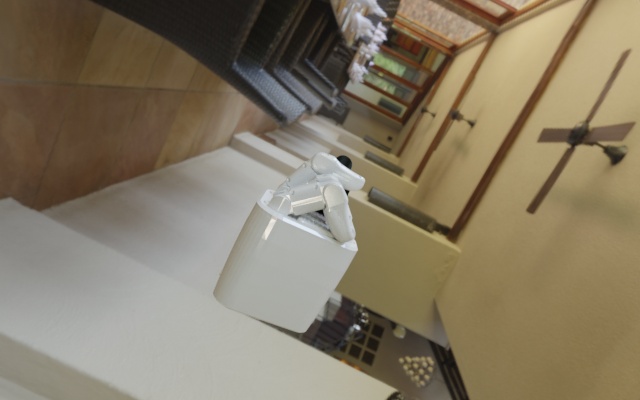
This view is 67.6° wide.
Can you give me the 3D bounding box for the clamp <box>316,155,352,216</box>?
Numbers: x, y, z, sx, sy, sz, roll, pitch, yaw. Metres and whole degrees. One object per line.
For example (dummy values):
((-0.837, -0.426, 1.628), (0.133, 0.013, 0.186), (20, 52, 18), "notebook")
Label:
((0.001, 0.002, 0.577), (0.039, 0.120, 0.171), (31, 9, -2), "clamp")
